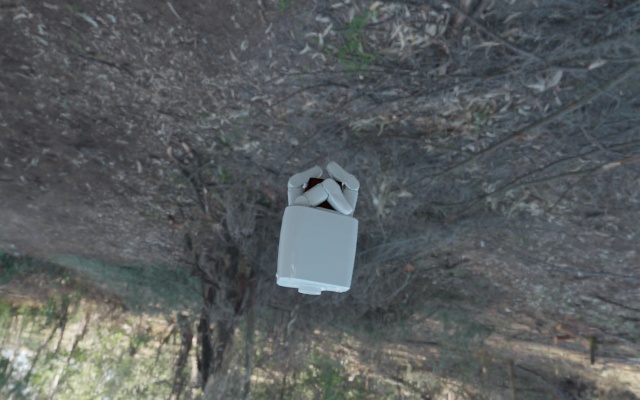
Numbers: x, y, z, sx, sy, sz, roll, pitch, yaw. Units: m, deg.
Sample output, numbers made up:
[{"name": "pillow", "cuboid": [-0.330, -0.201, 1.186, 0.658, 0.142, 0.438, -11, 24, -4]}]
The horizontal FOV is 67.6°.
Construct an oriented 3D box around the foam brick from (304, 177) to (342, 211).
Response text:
[{"name": "foam brick", "cuboid": [0.000, 0.002, 0.749, 0.053, 0.051, 0.078, 8, -17, -6]}]
